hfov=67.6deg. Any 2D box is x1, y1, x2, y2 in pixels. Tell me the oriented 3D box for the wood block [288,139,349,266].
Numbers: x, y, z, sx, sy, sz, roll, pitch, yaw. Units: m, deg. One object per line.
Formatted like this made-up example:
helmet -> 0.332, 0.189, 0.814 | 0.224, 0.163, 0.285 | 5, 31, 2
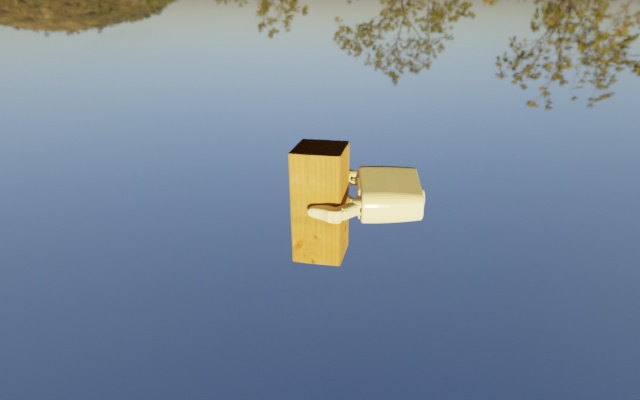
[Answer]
wood block -> 0.000, 0.003, 0.853 | 0.090, 0.206, 0.090 | 5, 24, 12
